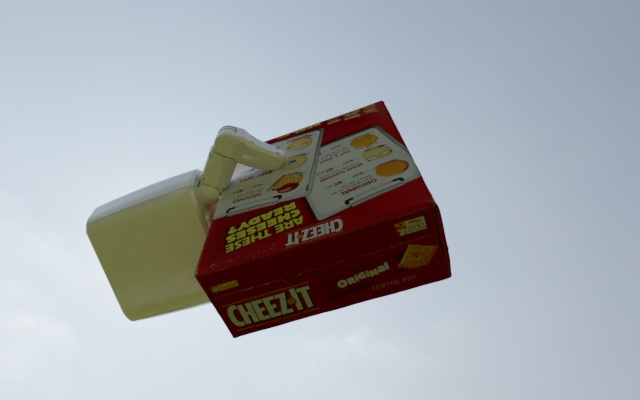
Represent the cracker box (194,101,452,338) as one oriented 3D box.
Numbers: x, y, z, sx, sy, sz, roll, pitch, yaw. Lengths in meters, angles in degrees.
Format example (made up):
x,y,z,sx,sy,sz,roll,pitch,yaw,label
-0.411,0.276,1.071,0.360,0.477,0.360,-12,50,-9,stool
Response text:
x,y,z,sx,sy,sz,roll,pitch,yaw,label
0.000,0.001,0.407,0.164,0.072,0.213,-18,28,7,cracker box
